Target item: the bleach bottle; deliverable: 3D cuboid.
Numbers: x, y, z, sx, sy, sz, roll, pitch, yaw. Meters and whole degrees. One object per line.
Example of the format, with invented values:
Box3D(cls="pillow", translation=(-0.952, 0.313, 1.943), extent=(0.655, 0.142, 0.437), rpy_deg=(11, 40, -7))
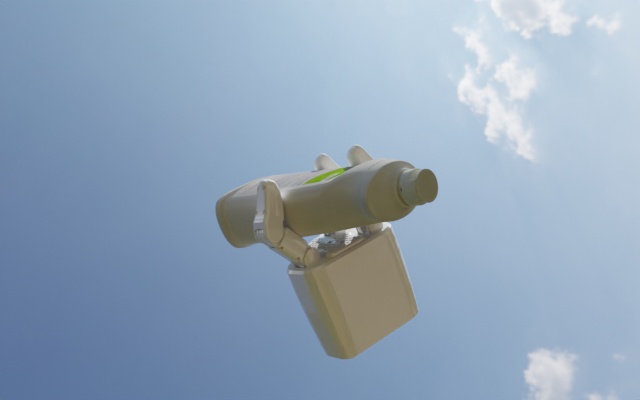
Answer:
Box3D(cls="bleach bottle", translation=(0.000, 0.001, 0.474), extent=(0.102, 0.068, 0.251), rpy_deg=(-30, 15, -38))
